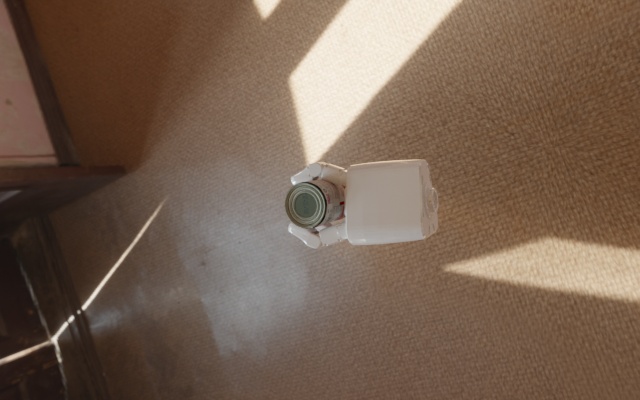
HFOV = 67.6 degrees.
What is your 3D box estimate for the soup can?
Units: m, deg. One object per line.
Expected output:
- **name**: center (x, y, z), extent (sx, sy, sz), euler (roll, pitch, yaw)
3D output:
- **soup can**: center (0.000, 0.002, 0.706), extent (0.068, 0.068, 0.102), euler (0, 6, 26)
